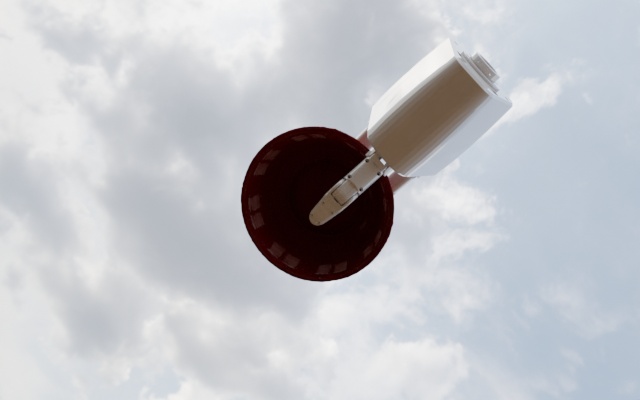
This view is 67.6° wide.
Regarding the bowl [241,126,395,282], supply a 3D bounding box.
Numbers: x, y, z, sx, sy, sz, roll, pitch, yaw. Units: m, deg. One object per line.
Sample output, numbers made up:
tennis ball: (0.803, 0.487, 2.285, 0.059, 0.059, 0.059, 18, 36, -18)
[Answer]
bowl: (-0.001, 0.002, 0.509, 0.162, 0.162, 0.055, 0, 10, 14)
